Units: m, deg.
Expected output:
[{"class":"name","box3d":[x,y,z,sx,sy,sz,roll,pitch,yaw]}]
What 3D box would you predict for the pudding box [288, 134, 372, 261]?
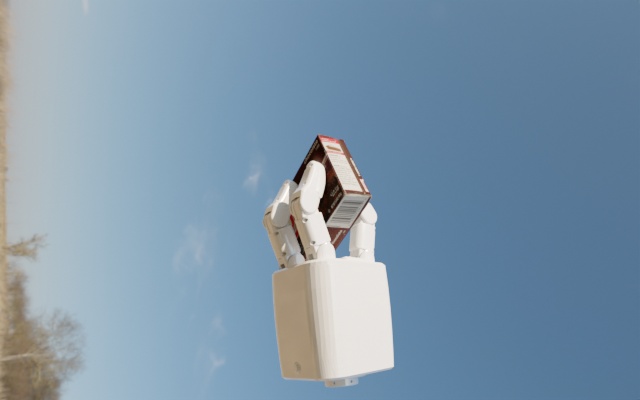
[{"class":"pudding box","box3d":[0.000,0.002,0.511,0.039,0.090,0.113,8,-48,-33]}]
